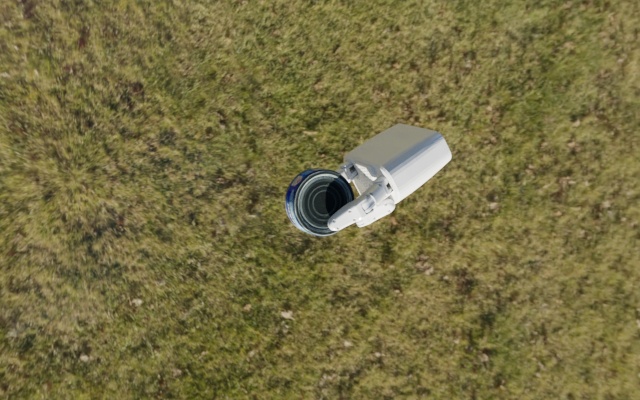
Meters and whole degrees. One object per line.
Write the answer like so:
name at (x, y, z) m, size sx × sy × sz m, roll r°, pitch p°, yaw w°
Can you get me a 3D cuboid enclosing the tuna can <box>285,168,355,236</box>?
tuna can at (0.000, 0.002, 0.609) m, size 0.086 × 0.086 × 0.034 m, roll 0°, pitch 5°, yaw -23°
